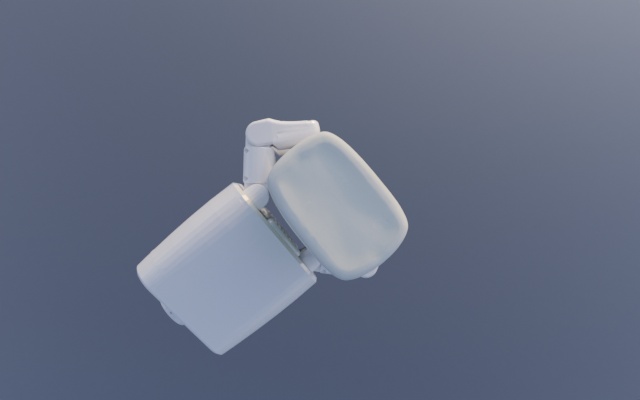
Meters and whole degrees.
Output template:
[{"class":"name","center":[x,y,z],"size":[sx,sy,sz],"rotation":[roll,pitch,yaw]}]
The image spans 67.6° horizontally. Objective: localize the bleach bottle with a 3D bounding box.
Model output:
[{"class":"bleach bottle","center":[0.000,0.001,0.439],"size":[0.068,0.102,0.251],"rotation":[-39,3,-4]}]
